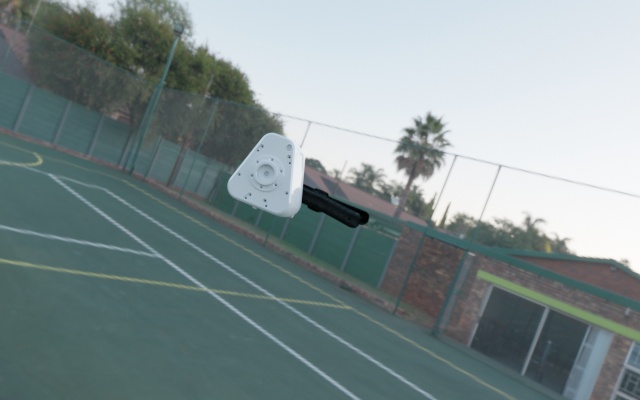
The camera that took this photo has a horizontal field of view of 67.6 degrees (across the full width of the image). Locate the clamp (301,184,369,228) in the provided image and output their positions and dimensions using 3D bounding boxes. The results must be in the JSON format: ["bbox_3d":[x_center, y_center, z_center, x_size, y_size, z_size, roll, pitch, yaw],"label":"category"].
[{"bbox_3d":[0.000,0.002,0.773,0.171,0.039,0.120,22,-1,3],"label":"clamp"}]
